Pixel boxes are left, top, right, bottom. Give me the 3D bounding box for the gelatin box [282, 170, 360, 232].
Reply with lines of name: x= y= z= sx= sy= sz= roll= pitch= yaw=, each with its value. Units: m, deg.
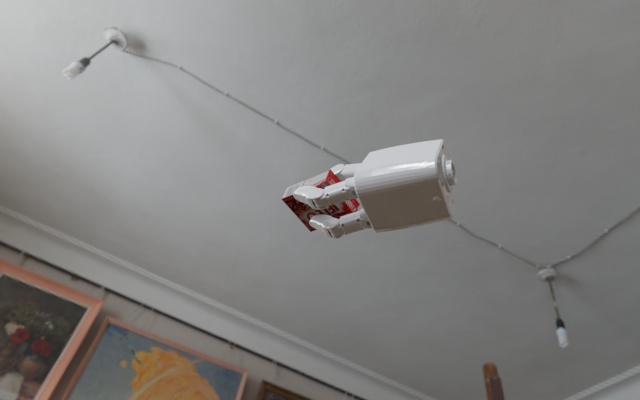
gelatin box: x=0.000 y=0.002 z=0.692 sx=0.089 sy=0.073 sz=0.030 roll=-20 pitch=32 yaw=35
